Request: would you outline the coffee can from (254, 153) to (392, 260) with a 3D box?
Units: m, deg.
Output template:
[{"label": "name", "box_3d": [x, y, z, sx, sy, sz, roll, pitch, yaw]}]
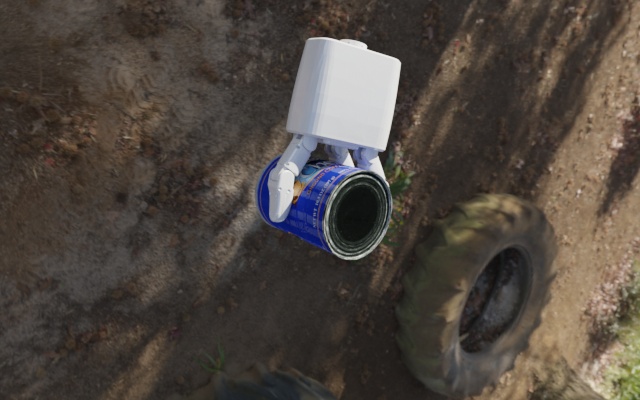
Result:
[{"label": "coffee can", "box_3d": [0.000, 0.002, 0.575, 0.103, 0.103, 0.140, 0, 12, -39]}]
